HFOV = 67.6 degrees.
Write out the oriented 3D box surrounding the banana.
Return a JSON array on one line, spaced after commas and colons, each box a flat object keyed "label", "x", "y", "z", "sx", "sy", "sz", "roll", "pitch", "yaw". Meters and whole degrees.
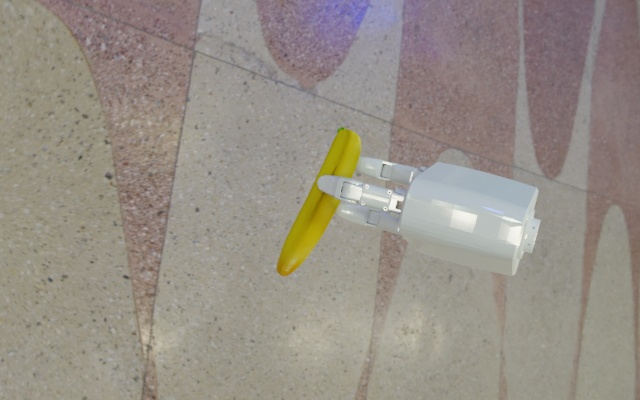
[{"label": "banana", "x": 0.005, "y": -0.005, "z": 0.537, "sx": 0.037, "sy": 0.197, "sz": 0.070, "roll": 26, "pitch": -16, "yaw": -3}]
